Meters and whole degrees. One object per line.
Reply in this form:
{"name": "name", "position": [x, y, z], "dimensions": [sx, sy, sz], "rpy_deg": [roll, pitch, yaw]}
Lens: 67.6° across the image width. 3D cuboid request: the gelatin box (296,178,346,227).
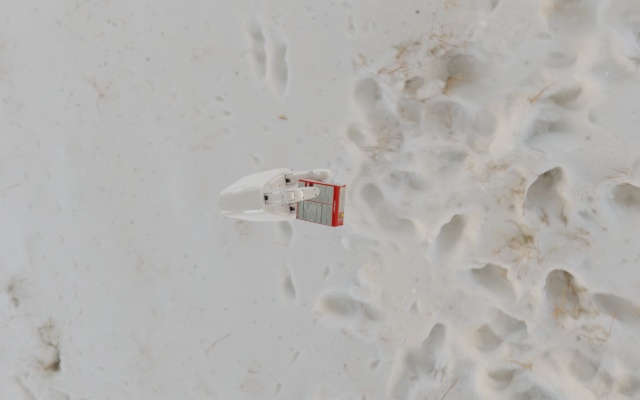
{"name": "gelatin box", "position": [0.000, 0.003, 0.843], "dimensions": [0.089, 0.073, 0.030], "rpy_deg": [10, 12, 35]}
